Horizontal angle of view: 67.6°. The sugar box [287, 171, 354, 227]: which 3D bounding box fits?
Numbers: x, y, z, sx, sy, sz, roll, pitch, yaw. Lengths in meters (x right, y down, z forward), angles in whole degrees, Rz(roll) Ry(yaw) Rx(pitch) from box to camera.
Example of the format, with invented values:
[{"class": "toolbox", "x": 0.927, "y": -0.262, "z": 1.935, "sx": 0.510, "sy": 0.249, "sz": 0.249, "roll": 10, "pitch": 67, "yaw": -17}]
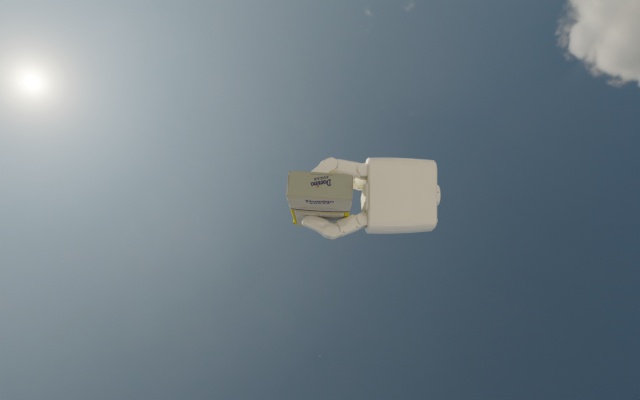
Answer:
[{"class": "sugar box", "x": 0.000, "y": 0.002, "z": 0.740, "sx": 0.093, "sy": 0.048, "sz": 0.176, "roll": 3, "pitch": -18, "yaw": 1}]
